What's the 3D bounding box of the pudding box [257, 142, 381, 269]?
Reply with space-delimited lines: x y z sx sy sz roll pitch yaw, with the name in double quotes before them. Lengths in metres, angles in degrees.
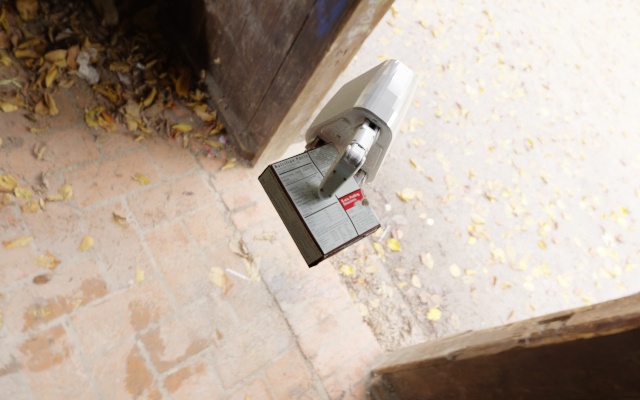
"pudding box" 0.000 0.002 0.508 0.090 0.113 0.039 -25 -12 -35
